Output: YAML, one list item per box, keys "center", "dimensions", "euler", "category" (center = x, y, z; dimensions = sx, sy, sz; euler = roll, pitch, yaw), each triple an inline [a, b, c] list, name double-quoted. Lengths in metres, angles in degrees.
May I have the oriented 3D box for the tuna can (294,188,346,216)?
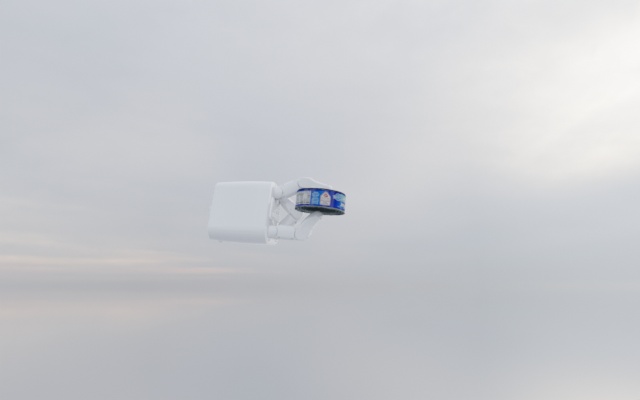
- center: [0.000, 0.002, 0.810]
  dimensions: [0.086, 0.033, 0.086]
  euler: [5, -9, 1]
  category: "tuna can"
